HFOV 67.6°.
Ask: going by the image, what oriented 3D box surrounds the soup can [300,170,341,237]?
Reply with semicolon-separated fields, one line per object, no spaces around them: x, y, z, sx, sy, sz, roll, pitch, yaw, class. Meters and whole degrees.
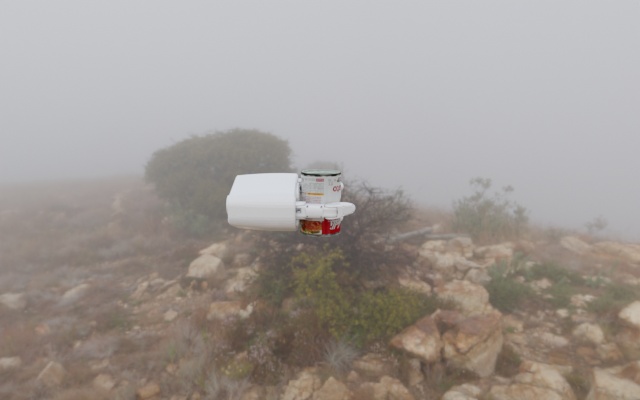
0.001;0.002;0.789;0.068;0.102;0.068;1;10;0;soup can
